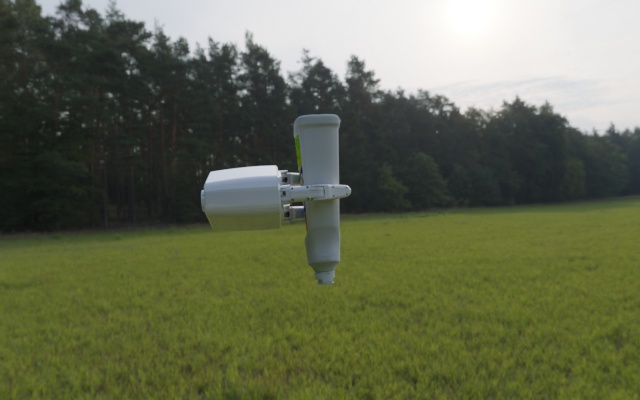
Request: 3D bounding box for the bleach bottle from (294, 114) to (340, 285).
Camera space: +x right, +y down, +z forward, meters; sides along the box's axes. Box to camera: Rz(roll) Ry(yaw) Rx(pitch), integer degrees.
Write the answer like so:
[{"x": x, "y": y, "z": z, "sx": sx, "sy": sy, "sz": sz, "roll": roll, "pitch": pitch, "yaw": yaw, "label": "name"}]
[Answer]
[{"x": 0.000, "y": 0.002, "z": 0.731, "sx": 0.068, "sy": 0.251, "sz": 0.102, "roll": -4, "pitch": -2, "yaw": -6, "label": "bleach bottle"}]
